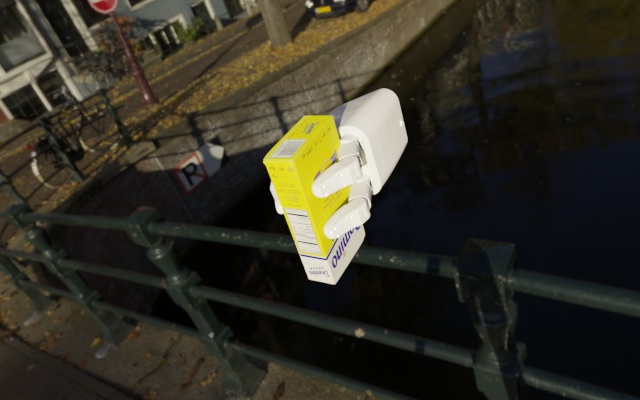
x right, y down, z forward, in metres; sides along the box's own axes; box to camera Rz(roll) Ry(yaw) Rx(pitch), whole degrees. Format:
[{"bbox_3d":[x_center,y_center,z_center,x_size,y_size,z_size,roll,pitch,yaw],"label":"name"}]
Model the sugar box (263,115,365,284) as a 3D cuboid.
[{"bbox_3d":[0.001,0.002,0.550,0.048,0.176,0.093,4,40,34],"label":"sugar box"}]
